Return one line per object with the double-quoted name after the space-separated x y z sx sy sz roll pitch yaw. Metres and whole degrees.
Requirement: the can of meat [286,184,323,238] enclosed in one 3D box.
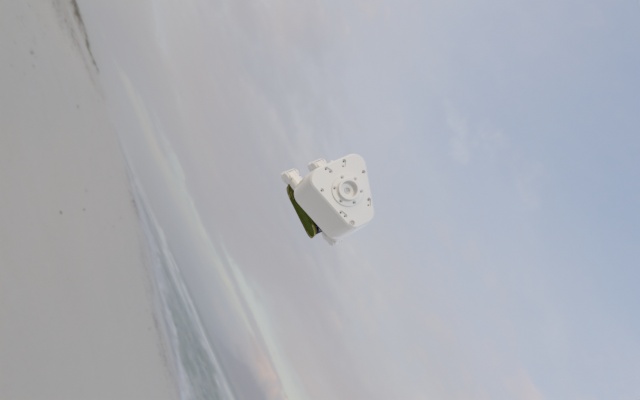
0.000 0.003 0.846 0.084 0.102 0.057 -25 -9 -17 "can of meat"
